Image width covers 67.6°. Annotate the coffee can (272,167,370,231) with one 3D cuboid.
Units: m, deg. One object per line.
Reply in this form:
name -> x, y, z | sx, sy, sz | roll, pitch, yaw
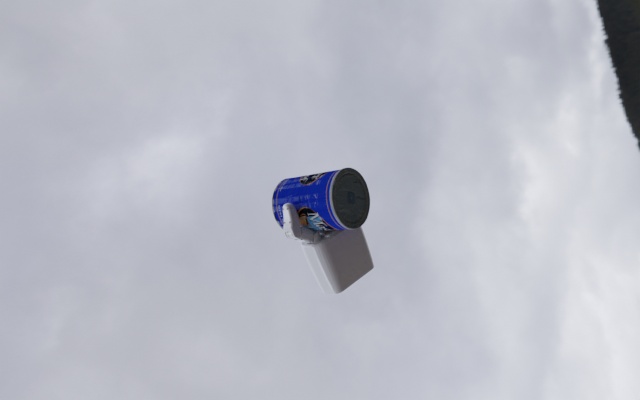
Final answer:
coffee can -> 0.000, 0.003, 0.832 | 0.140, 0.103, 0.103 | -7, -5, 41
